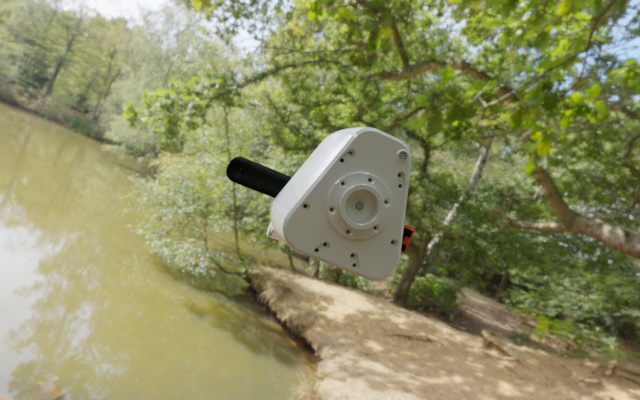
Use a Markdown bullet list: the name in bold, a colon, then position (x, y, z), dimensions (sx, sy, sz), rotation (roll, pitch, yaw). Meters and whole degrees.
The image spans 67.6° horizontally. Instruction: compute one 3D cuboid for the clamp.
- **clamp**: position (0.001, 0.001, 0.525), dimensions (0.210, 0.036, 0.164), rotation (23, 2, -10)
